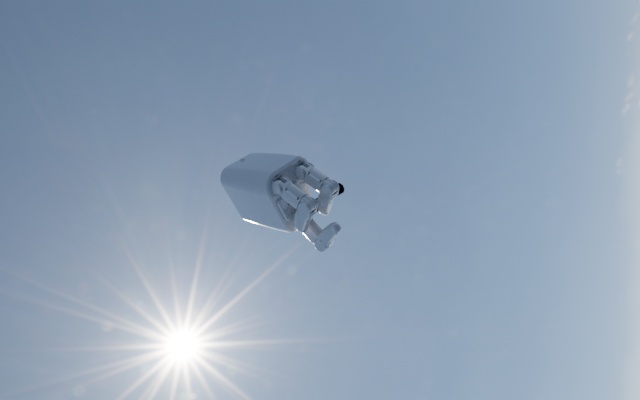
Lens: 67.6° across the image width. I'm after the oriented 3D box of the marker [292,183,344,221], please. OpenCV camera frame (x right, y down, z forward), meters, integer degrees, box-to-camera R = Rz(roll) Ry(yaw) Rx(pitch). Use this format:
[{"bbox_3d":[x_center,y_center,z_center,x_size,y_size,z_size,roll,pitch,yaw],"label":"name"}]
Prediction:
[{"bbox_3d":[0.000,0.002,0.747,0.020,0.020,0.121,0,25,39],"label":"marker"}]
